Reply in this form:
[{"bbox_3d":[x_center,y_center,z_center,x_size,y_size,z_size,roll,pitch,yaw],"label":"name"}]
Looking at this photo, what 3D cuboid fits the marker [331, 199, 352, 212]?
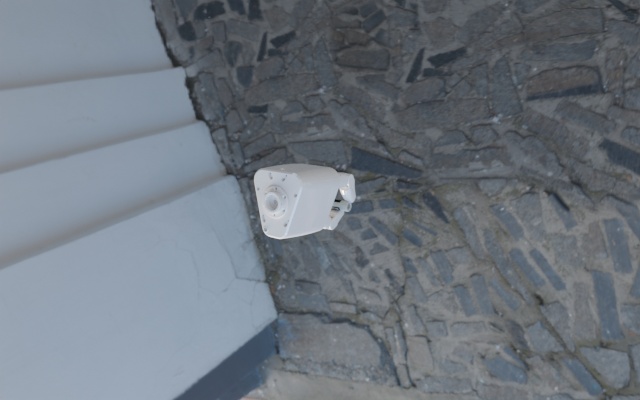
[{"bbox_3d":[0.000,0.003,0.878,0.121,0.020,0.020,9,5,32],"label":"marker"}]
